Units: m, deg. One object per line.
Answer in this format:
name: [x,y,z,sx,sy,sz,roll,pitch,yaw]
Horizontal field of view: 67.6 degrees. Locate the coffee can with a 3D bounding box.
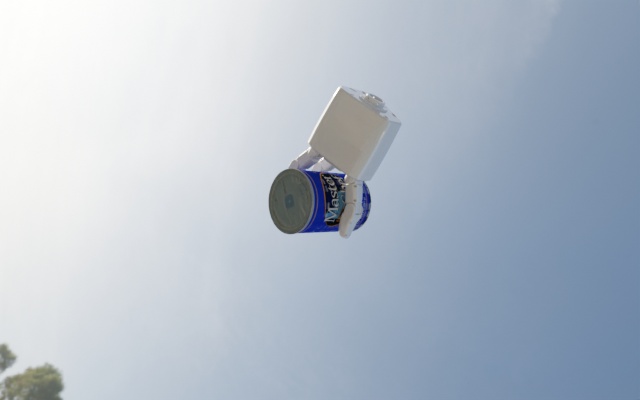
coffee can: [0.000,0.003,0.788,0.140,0.103,0.103,1,-1,-45]
